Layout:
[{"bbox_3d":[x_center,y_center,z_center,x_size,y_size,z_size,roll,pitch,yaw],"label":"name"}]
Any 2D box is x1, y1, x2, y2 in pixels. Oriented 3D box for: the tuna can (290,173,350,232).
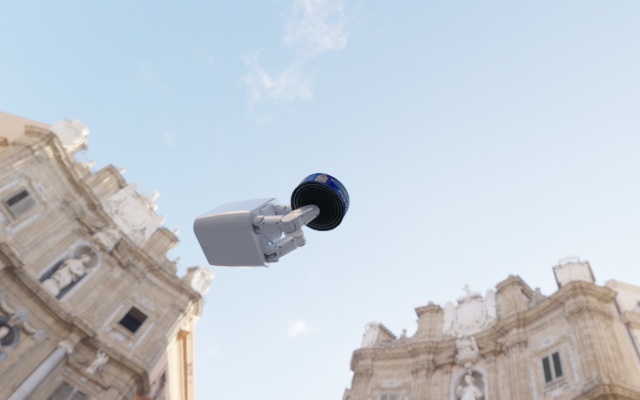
[{"bbox_3d":[0.000,0.002,0.718,0.086,0.086,0.033,0,30,24],"label":"tuna can"}]
